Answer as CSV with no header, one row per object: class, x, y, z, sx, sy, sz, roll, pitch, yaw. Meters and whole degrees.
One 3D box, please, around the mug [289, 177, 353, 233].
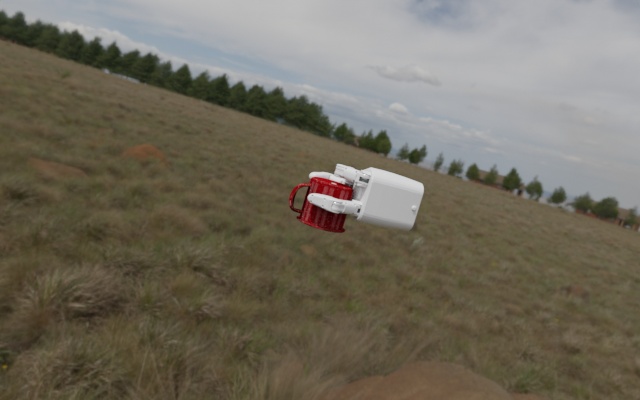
mug,-0.001,0.002,0.865,0.117,0.081,0.093,13,8,-18
